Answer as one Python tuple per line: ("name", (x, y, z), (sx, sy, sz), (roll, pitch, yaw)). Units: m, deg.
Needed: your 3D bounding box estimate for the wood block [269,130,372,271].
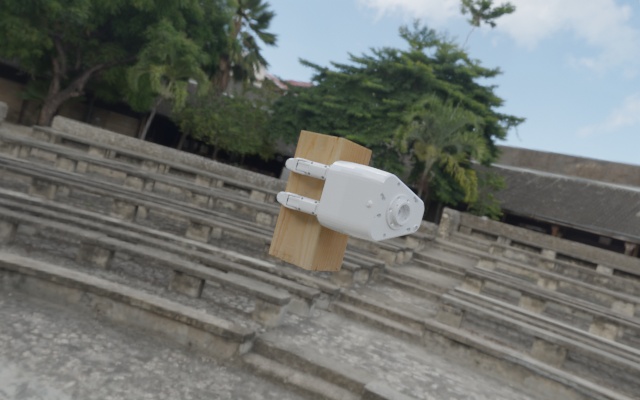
("wood block", (0.001, 0.003, 0.775), (0.090, 0.206, 0.091), (17, 2, 37))
